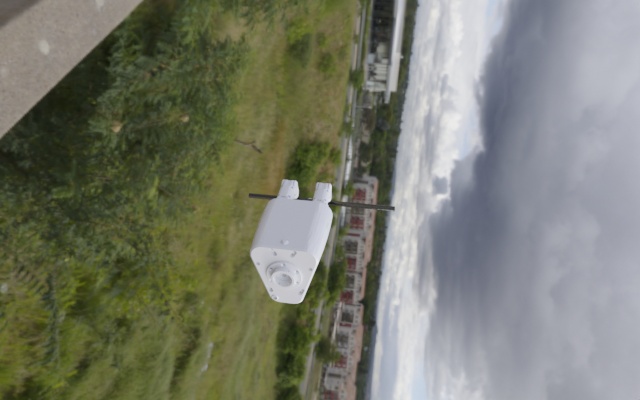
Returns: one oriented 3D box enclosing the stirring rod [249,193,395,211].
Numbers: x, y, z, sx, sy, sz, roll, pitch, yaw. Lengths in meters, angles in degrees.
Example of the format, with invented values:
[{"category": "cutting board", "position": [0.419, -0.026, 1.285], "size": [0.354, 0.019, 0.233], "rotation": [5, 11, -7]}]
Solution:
[{"category": "stirring rod", "position": [0.000, 0.003, 0.779], "size": [0.239, 0.011, 0.011], "rotation": [5, 1, 7]}]
